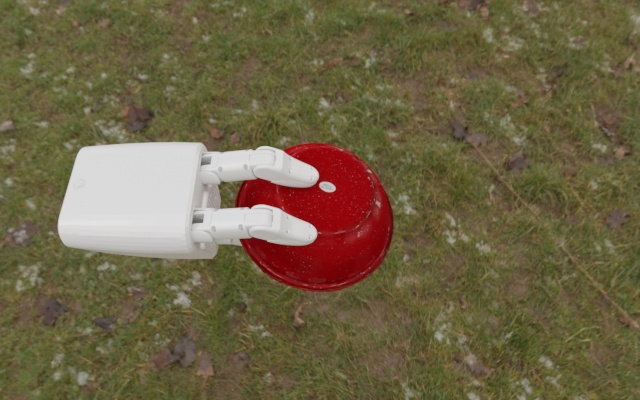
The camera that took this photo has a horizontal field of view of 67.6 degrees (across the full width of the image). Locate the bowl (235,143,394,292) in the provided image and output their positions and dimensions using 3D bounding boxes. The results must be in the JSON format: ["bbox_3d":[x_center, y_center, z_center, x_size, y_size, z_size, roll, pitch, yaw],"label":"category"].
[{"bbox_3d":[0.001,0.001,0.455,0.162,0.162,0.055,0,-28,-12],"label":"bowl"}]
